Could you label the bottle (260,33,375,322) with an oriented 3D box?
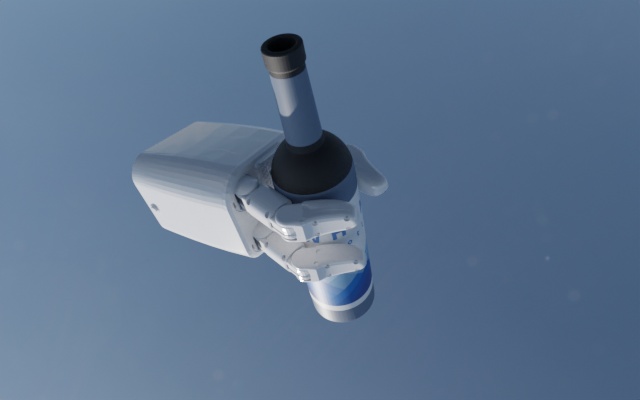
[{"bbox_3d":[0.000,0.001,0.404,0.069,0.069,0.296,0,-42,13],"label":"bottle"}]
